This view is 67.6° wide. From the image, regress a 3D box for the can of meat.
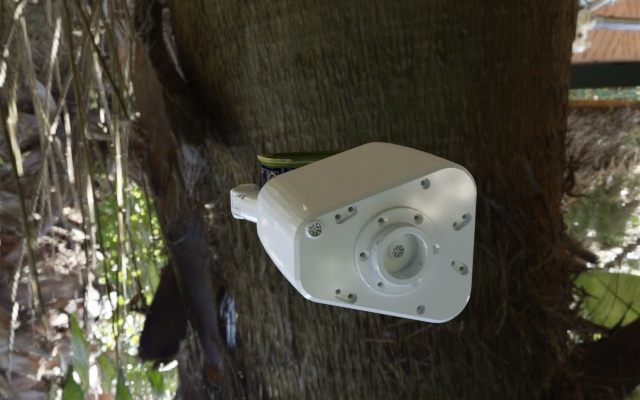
[{"bbox_3d":[0.000,0.002,0.410,0.102,0.084,0.057,-5,11,-19],"label":"can of meat"}]
